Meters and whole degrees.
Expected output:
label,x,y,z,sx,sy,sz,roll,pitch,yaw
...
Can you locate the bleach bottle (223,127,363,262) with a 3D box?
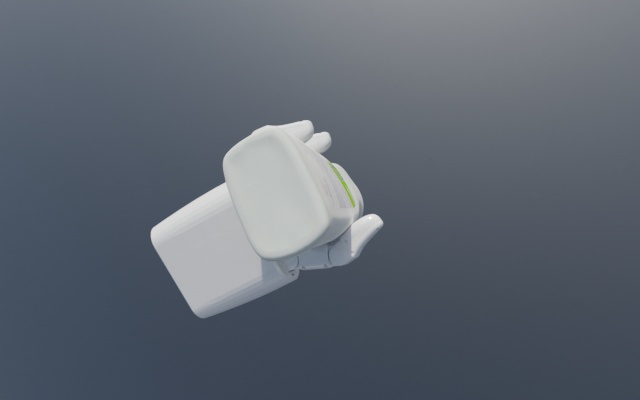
label,x,y,z,sx,sy,sz,roll,pitch,yaw
bleach bottle,0.000,0.001,0.471,0.068,0.102,0.251,-28,-12,14
